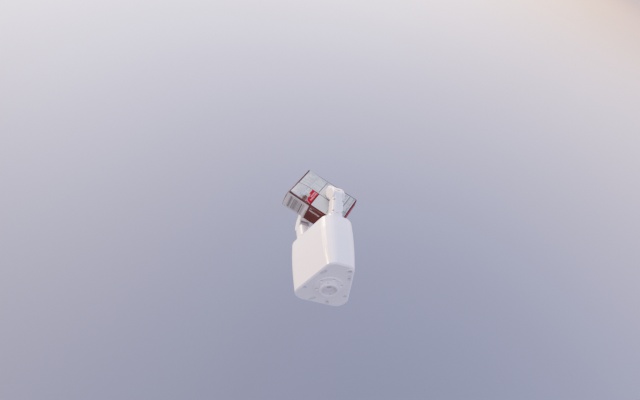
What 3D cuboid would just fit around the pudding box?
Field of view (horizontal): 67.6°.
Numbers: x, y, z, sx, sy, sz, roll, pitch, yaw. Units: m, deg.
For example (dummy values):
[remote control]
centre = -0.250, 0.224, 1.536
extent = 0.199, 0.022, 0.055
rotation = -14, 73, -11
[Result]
[pudding box]
centre = 0.000, 0.003, 0.883
extent = 0.113, 0.039, 0.090
rotation = 34, 38, 5
